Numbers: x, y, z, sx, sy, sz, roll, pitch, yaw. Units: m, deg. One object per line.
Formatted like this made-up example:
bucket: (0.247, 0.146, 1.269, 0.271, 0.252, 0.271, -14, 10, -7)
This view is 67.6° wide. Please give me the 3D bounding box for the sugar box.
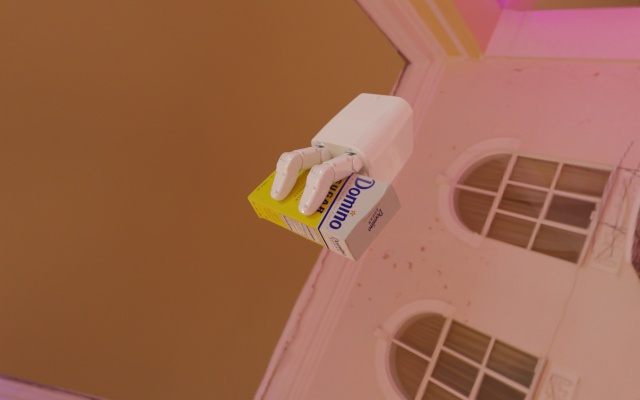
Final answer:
sugar box: (0.000, 0.001, 0.588, 0.176, 0.048, 0.093, 18, 57, 44)
